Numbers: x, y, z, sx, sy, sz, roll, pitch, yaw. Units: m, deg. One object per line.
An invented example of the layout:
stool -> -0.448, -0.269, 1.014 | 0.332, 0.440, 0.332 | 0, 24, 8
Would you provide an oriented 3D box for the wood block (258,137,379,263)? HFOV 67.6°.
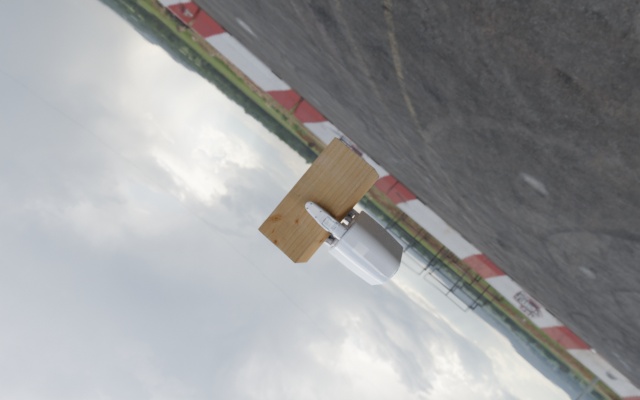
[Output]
wood block -> 0.000, 0.003, 0.837 | 0.090, 0.206, 0.091 | 41, 3, 13
